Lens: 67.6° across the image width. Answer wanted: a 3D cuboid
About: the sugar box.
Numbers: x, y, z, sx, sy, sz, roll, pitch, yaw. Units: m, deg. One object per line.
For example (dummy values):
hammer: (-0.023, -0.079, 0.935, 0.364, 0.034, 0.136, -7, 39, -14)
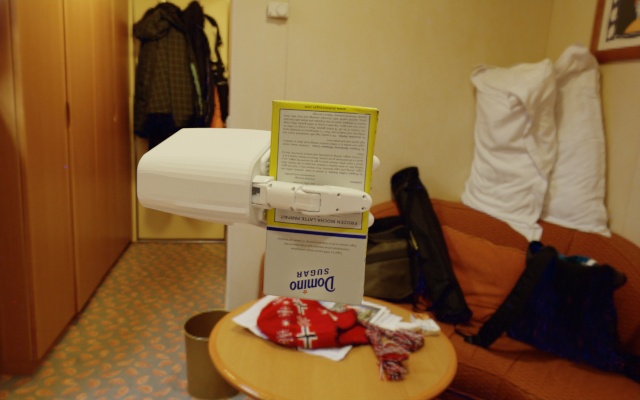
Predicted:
sugar box: (0.000, 0.001, 0.436, 0.093, 0.176, 0.048, 6, 11, 7)
